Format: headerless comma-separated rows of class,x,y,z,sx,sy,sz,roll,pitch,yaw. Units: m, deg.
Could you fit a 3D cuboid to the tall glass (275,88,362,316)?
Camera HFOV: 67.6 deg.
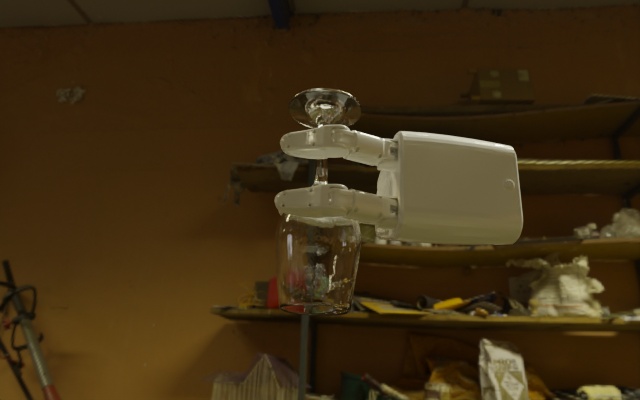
tall glass,0.000,0.001,0.444,0.079,0.201,0.079,3,-21,1
